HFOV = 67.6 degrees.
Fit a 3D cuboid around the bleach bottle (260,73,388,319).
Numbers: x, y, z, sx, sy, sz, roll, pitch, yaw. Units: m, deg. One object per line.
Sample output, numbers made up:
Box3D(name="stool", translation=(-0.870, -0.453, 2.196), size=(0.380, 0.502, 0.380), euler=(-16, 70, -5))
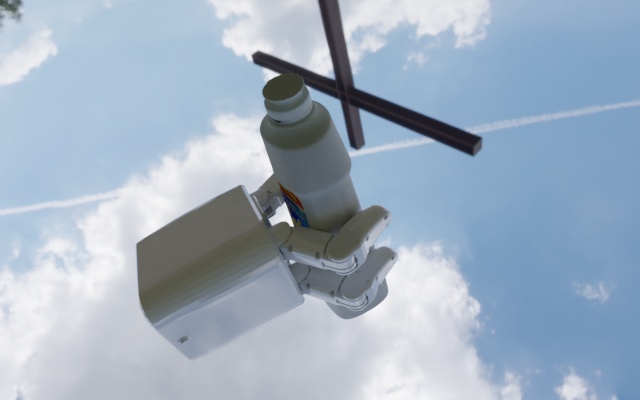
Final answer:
Box3D(name="bleach bottle", translation=(0.000, 0.001, 0.404), size=(0.068, 0.251, 0.102), euler=(-28, 48, -8))
